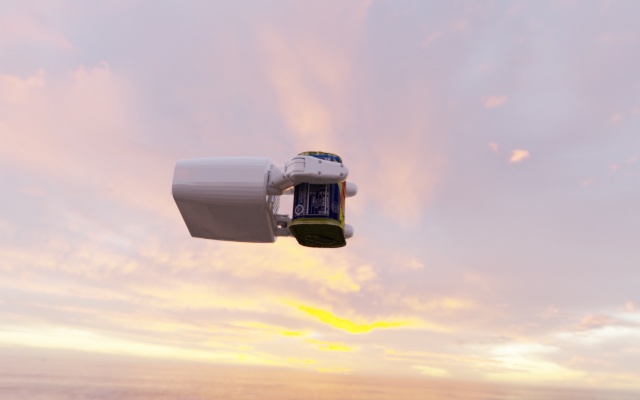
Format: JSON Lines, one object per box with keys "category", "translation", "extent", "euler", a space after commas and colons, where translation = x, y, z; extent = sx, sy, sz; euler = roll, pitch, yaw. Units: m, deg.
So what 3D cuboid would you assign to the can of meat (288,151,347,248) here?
{"category": "can of meat", "translation": [0.000, 0.001, 0.542], "extent": [0.057, 0.084, 0.102], "euler": [0, -20, 7]}
